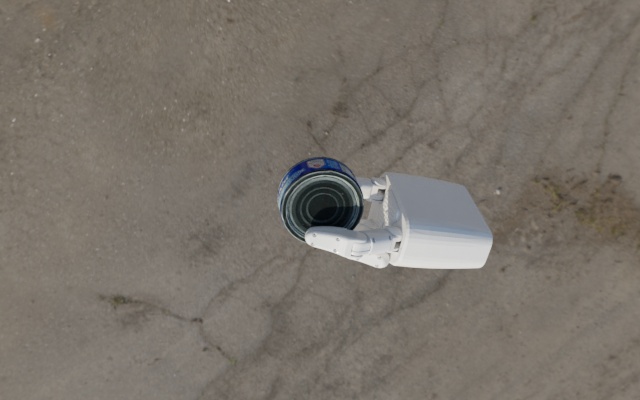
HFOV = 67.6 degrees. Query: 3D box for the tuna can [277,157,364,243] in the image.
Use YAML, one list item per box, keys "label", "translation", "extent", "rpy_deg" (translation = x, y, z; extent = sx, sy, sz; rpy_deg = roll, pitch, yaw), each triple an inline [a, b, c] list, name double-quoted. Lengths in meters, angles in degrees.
- label: "tuna can"
  translation: [0.000, 0.002, 0.482]
  extent: [0.086, 0.086, 0.033]
  rpy_deg: [0, 26, -10]
